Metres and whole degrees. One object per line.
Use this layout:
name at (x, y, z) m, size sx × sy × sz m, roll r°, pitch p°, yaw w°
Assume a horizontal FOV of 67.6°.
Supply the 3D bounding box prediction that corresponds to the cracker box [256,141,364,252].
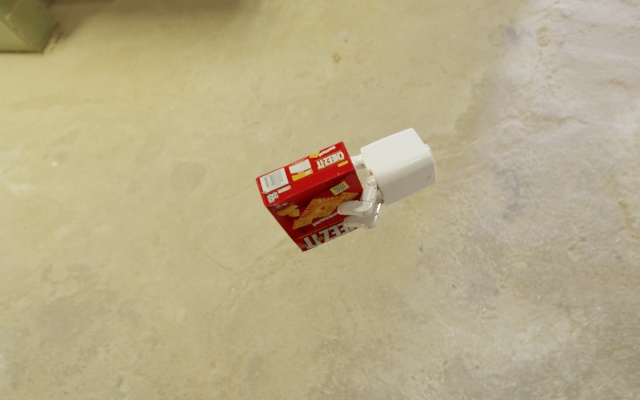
cracker box at (0.000, 0.003, 0.876) m, size 0.164 × 0.072 × 0.214 m, roll -23°, pitch -31°, yaw 4°
